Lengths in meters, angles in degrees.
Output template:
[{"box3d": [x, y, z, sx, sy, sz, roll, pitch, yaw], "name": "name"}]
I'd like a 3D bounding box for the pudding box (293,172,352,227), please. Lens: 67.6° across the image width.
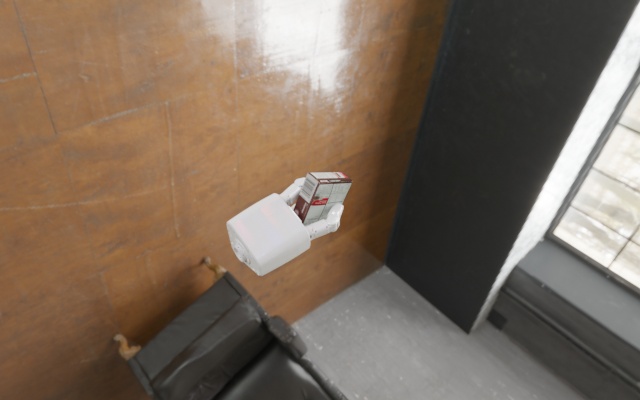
[{"box3d": [0.000, 0.003, 0.891, 0.090, 0.113, 0.039, -5, 39, -44], "name": "pudding box"}]
